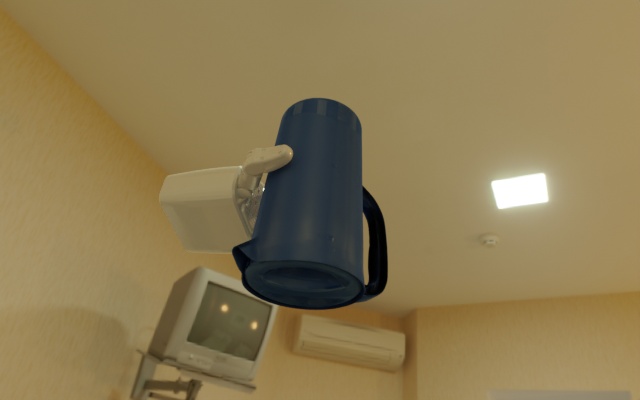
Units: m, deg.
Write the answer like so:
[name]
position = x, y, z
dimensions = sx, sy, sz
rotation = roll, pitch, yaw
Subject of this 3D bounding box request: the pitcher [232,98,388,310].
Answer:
[pitcher]
position = 0.000, 0.002, 0.575
dimensions = 0.145, 0.242, 0.149
rotation = -5, -34, 16
